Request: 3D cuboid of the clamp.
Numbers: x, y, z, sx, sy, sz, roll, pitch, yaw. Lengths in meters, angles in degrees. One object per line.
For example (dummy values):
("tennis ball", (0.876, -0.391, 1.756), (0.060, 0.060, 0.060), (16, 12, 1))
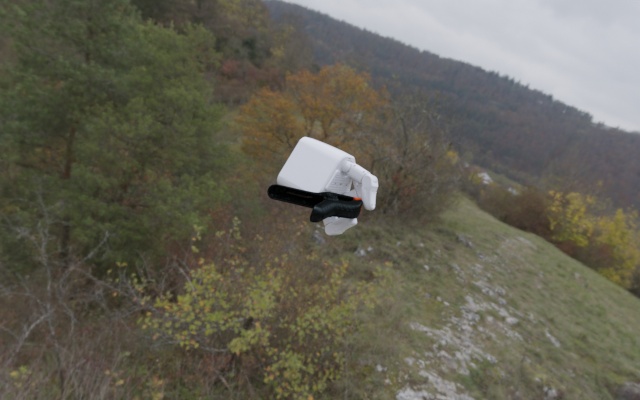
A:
("clamp", (0.001, 0.002, 0.775), (0.120, 0.039, 0.171), (31, 16, 33))
